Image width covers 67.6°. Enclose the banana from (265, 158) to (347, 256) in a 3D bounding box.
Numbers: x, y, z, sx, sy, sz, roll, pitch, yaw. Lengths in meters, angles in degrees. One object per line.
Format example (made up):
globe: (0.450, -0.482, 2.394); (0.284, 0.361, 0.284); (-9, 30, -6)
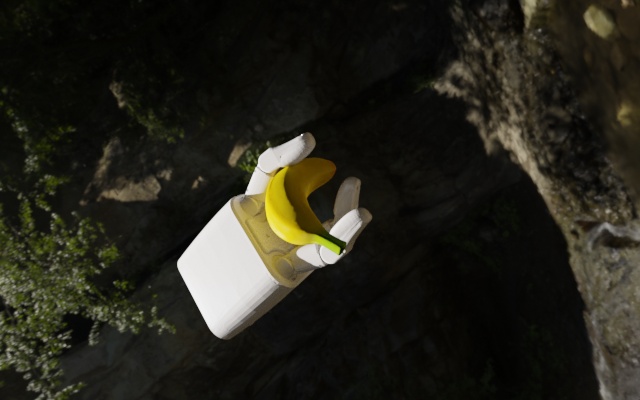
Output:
banana: (-0.017, -0.004, 0.456); (0.069, 0.037, 0.197); (24, 23, -11)
